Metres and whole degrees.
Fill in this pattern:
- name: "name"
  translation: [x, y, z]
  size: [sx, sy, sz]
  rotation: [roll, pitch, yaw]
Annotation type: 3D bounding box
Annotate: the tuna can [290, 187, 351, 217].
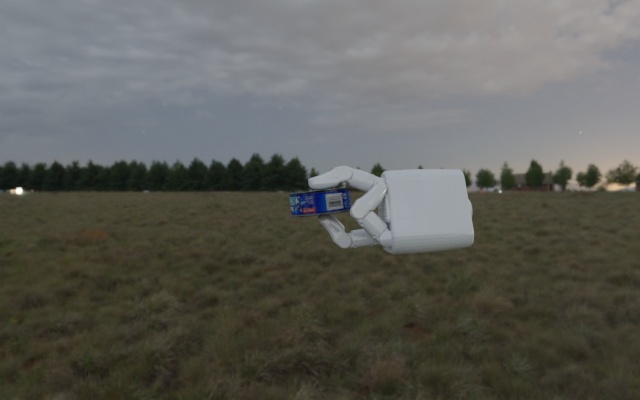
- name: "tuna can"
  translation: [0.000, 0.002, 0.670]
  size: [0.086, 0.034, 0.086]
  rotation: [-6, 1, 0]
